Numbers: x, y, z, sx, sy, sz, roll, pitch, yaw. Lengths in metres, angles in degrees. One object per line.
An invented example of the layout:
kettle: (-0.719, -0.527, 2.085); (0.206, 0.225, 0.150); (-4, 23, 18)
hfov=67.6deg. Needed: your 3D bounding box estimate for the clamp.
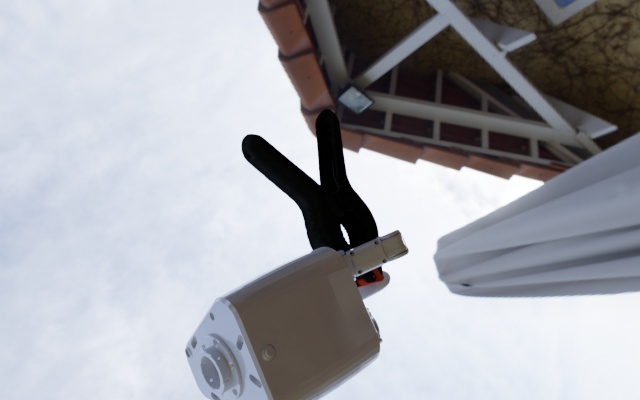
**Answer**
clamp: (0.000, 0.002, 0.424); (0.120, 0.171, 0.039); (-18, -8, -41)
